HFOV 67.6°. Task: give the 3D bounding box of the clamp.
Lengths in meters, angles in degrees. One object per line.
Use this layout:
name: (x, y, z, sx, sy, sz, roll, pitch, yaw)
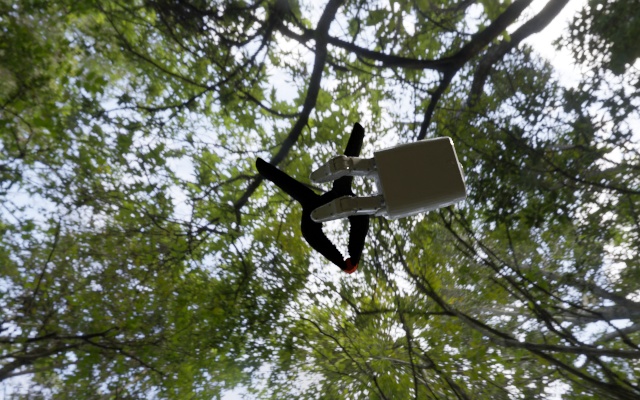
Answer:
clamp: (0.001, 0.003, 0.662, 0.164, 0.210, 0.036, -13, -19, 6)
